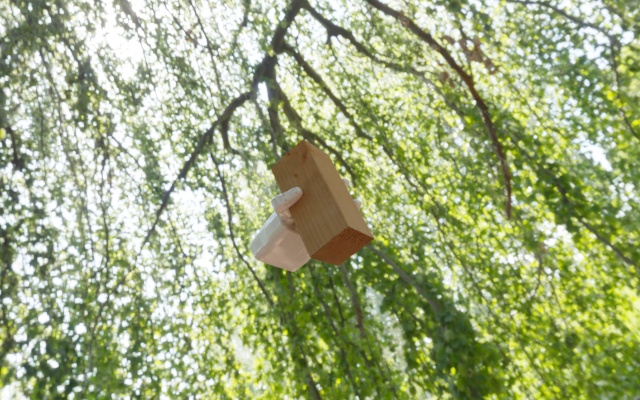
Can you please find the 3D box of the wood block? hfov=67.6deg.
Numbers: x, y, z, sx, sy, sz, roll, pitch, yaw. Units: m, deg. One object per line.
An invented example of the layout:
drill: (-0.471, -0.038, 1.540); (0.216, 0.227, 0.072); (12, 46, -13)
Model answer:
wood block: (0.000, 0.003, 0.863); (0.090, 0.206, 0.091); (-40, -35, 19)
